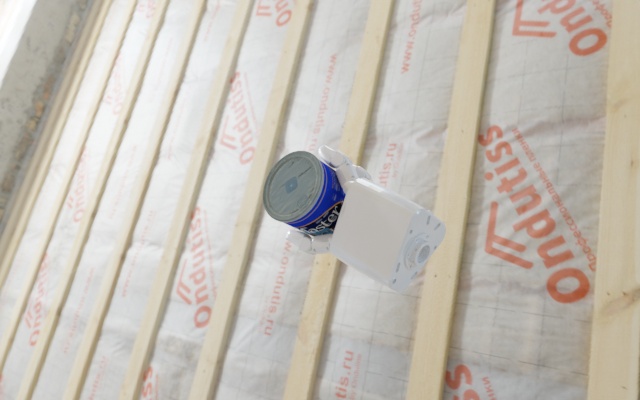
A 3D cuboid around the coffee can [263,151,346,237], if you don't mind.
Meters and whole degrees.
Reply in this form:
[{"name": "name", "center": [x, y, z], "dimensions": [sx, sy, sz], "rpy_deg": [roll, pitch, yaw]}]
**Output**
[{"name": "coffee can", "center": [0.000, 0.002, 0.695], "dimensions": [0.103, 0.102, 0.140], "rpy_deg": [0, -19, 38]}]
